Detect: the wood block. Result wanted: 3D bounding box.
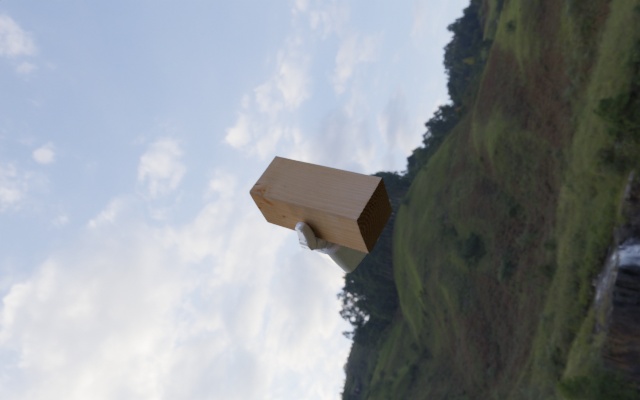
[{"bbox_3d":[0.000,0.003,0.786,0.206,0.090,0.090,14,-33,31],"label":"wood block"}]
